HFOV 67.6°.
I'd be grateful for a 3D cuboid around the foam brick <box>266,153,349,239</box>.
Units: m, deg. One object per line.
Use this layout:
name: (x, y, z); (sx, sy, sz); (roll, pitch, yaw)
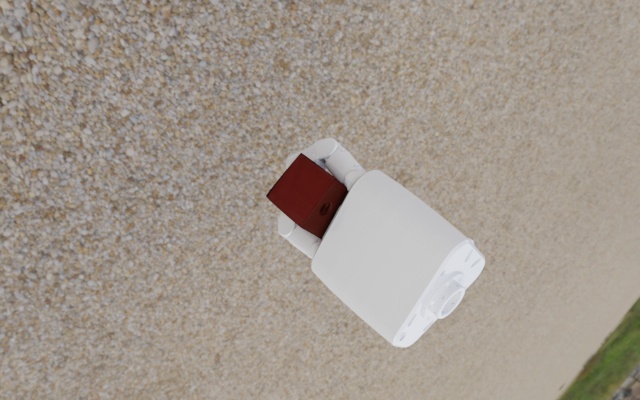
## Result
foam brick: (0.000, 0.001, 0.445); (0.051, 0.053, 0.078); (40, 4, 35)
